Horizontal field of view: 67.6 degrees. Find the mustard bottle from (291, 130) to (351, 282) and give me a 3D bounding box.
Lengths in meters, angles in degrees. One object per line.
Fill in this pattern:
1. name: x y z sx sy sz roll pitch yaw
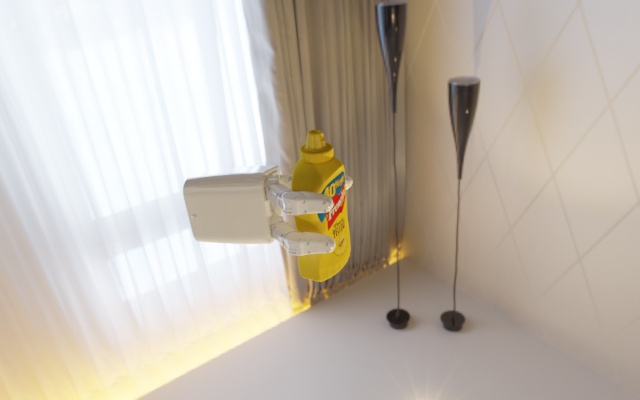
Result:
1. mustard bottle: 0.000 0.002 0.616 0.058 0.192 0.096 11 31 28
